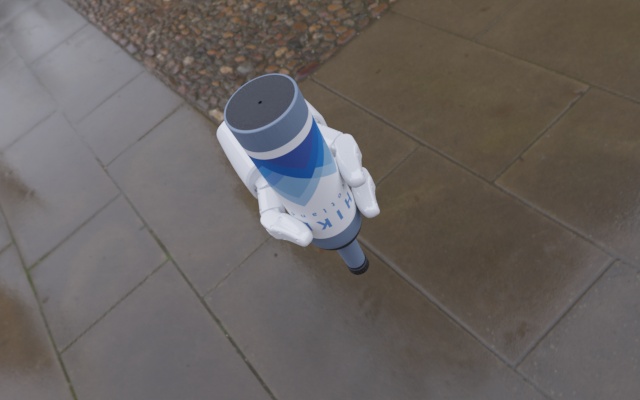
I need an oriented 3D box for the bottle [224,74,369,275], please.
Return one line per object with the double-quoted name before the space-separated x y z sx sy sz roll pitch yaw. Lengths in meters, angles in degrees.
"bottle" 0.000 0.002 0.499 0.069 0.069 0.296 0 -34 24
